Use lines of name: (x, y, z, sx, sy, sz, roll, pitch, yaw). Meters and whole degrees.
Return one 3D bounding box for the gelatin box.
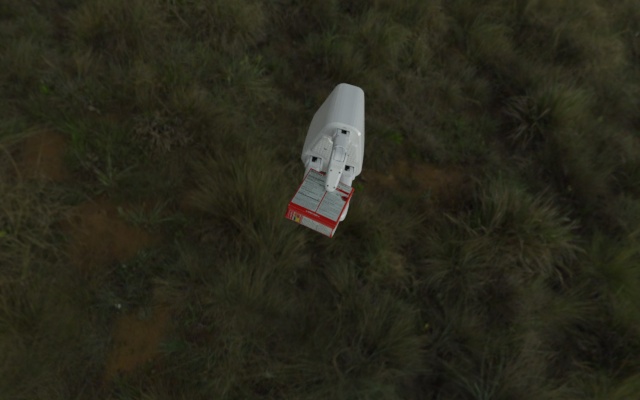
gelatin box: (0.000, 0.002, 0.688, 0.073, 0.030, 0.089, 24, 46, 4)
